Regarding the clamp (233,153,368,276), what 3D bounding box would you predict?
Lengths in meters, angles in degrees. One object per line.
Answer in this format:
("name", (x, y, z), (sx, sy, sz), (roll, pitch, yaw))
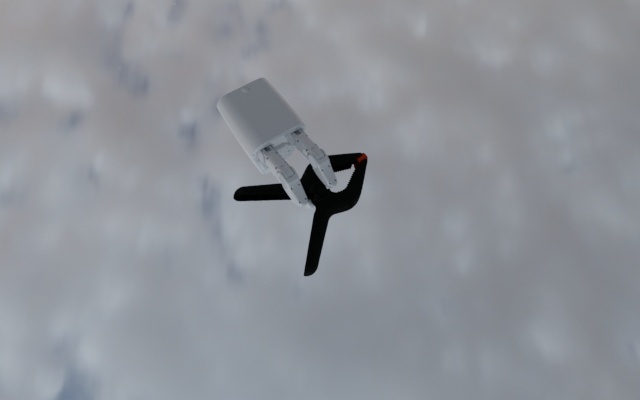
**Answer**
("clamp", (0.000, 0.002, 0.716), (0.210, 0.164, 0.036), (-32, -13, -22))
